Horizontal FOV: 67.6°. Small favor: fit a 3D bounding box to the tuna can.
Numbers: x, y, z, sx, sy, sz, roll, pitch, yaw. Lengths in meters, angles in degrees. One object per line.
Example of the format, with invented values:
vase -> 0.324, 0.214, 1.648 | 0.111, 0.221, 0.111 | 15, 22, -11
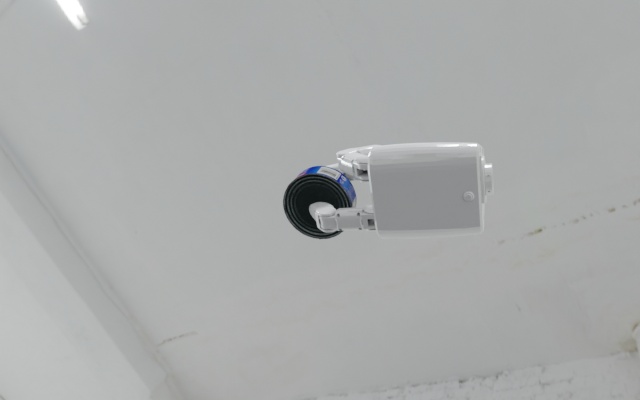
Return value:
tuna can -> 0.000, 0.002, 0.583 | 0.086, 0.086, 0.033 | 0, 24, 18
